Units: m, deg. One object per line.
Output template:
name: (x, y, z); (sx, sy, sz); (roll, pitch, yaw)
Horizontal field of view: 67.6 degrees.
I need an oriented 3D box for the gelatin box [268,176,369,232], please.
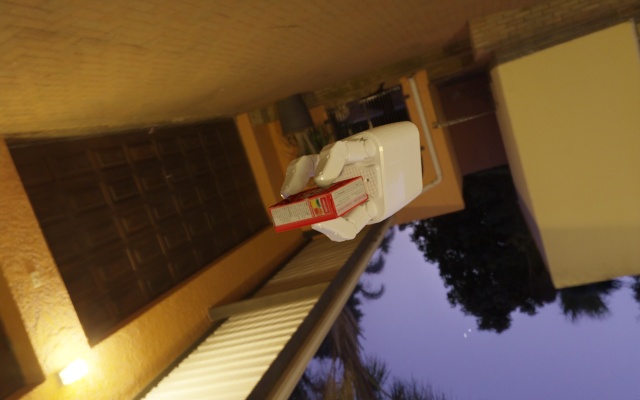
gelatin box: (0.000, 0.002, 0.499); (0.073, 0.030, 0.089); (-14, 8, 29)
